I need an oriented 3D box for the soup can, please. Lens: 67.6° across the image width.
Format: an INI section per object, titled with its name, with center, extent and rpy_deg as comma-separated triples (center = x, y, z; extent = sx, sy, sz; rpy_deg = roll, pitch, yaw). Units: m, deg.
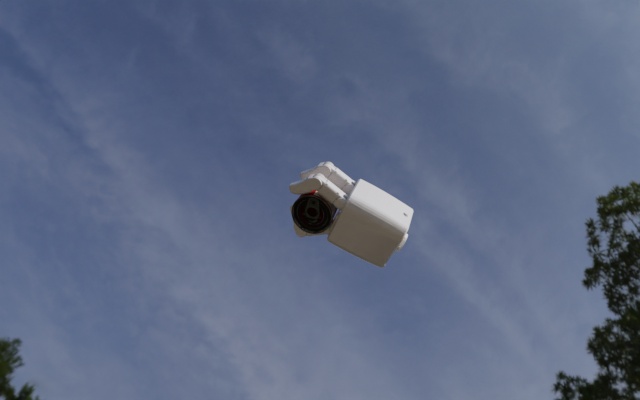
[soup can]
center = 0.000, 0.002, 0.804
extent = 0.068, 0.068, 0.102
rpy_deg = 0, 25, 19
